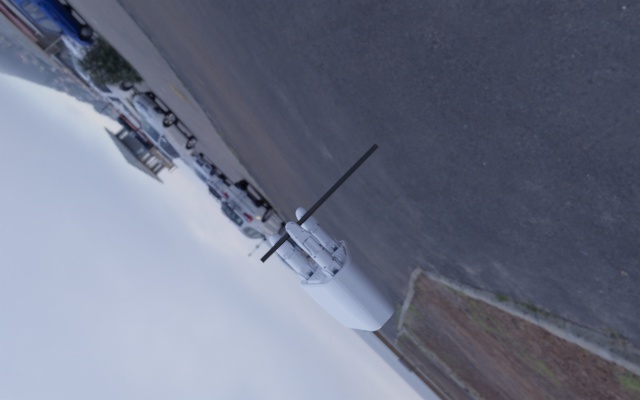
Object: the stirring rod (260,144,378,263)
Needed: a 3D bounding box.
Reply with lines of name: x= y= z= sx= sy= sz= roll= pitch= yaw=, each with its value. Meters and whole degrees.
stirring rod: x=0.000 y=0.002 z=0.696 sx=0.011 sy=0.239 sz=0.011 roll=43 pitch=-9 yaw=9
